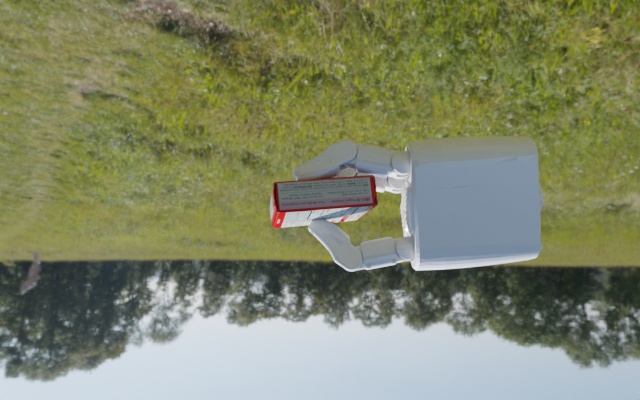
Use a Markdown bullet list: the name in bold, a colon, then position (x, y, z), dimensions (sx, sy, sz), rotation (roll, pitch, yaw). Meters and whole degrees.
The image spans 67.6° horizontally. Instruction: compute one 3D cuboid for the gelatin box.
- **gelatin box**: position (0.000, 0.002, 0.435), dimensions (0.089, 0.030, 0.073), rotation (-5, -12, -10)
